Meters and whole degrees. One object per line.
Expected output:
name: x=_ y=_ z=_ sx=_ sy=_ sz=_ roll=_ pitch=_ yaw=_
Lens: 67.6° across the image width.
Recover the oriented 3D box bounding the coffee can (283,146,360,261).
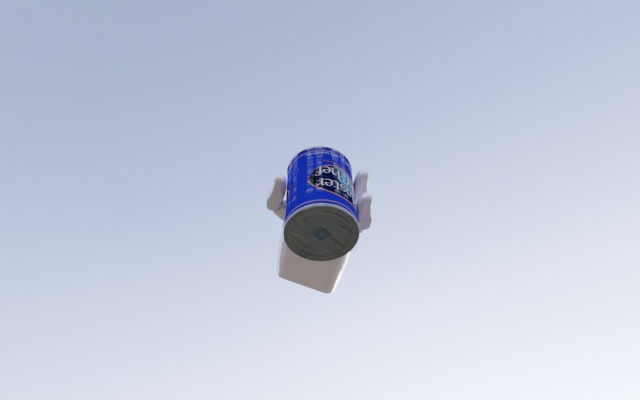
coffee can: x=0.000 y=0.002 z=0.692 sx=0.103 sy=0.103 sz=0.140 roll=0 pitch=40 yaw=-1
